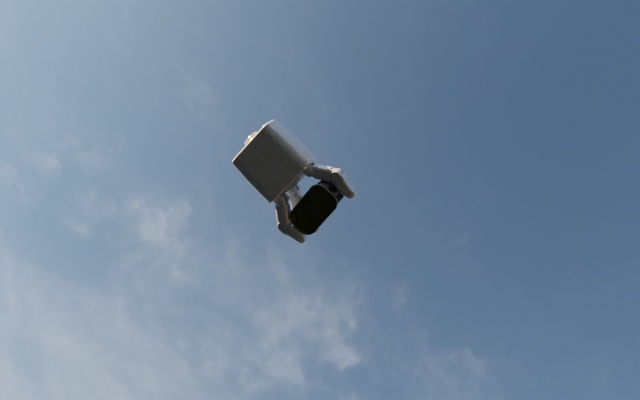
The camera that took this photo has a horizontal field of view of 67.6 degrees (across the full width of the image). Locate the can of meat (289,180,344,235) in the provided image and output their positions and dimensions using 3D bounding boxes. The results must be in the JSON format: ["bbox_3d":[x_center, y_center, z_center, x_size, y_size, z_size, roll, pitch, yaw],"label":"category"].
[{"bbox_3d":[0.000,0.003,0.874,0.102,0.057,0.084,-49,-2,30],"label":"can of meat"}]
